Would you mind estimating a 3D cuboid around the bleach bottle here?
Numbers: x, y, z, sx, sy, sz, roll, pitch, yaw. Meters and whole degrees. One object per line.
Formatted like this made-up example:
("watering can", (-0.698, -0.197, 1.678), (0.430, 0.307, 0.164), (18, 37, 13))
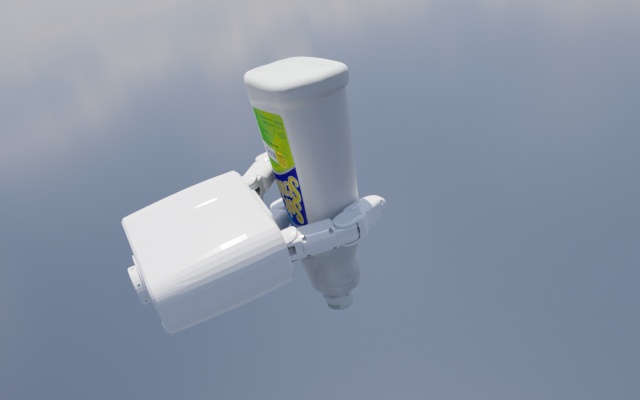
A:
("bleach bottle", (0.000, 0.001, 0.444), (0.068, 0.251, 0.102), (-24, 29, -20))
